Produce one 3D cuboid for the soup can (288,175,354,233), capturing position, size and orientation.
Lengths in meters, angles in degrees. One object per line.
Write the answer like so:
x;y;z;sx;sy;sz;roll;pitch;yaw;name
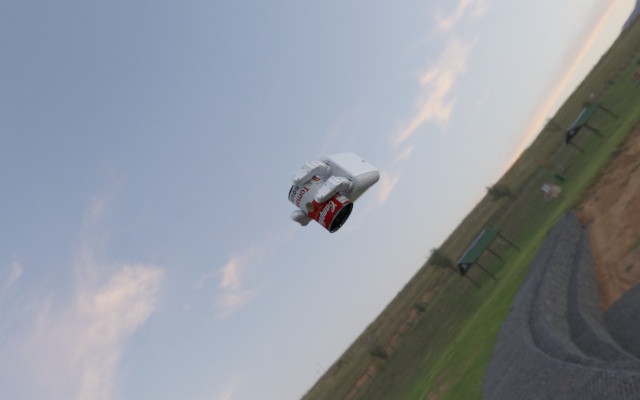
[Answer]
0.000;0.003;0.868;0.102;0.068;0.068;37;14;20;soup can
